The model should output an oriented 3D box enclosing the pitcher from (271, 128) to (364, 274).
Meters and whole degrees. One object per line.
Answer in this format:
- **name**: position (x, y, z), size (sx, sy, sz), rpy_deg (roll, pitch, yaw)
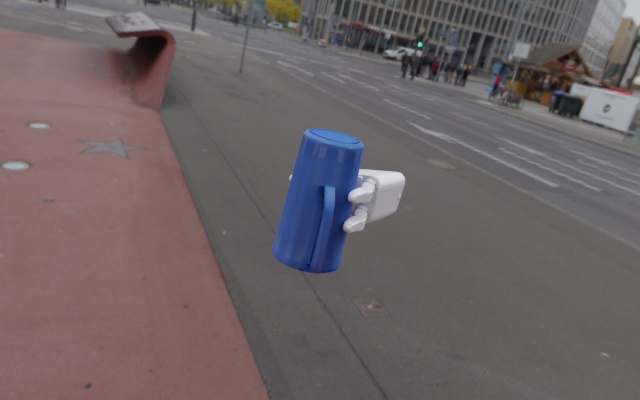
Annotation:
- **pitcher**: position (0.000, 0.003, 0.854), size (0.149, 0.243, 0.145), rpy_deg (26, 22, 33)
